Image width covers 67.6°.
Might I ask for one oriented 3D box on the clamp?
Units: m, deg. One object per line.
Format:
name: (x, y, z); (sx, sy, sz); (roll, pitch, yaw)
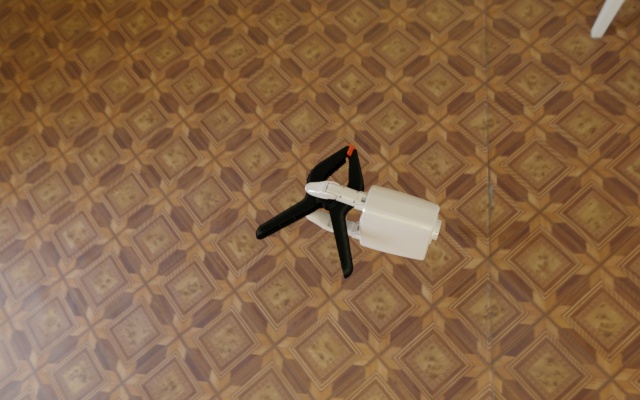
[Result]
clamp: (0.000, 0.002, 0.761); (0.164, 0.210, 0.036); (16, -17, 11)
